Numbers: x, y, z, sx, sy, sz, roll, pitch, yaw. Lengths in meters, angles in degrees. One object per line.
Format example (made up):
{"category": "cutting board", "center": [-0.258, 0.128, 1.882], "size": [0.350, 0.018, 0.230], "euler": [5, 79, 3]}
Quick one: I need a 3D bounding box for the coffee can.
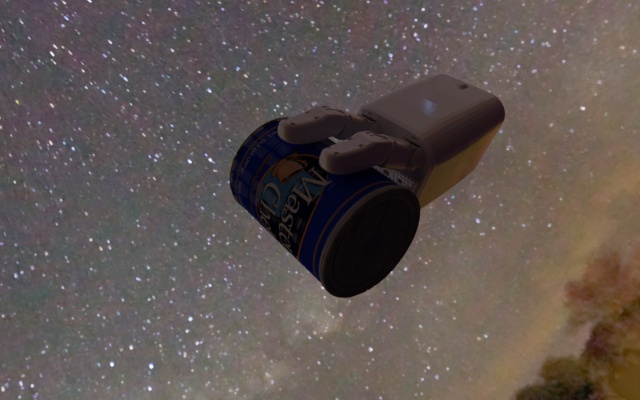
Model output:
{"category": "coffee can", "center": [0.000, 0.002, 0.417], "size": [0.103, 0.103, 0.140], "euler": [0, 29, -45]}
